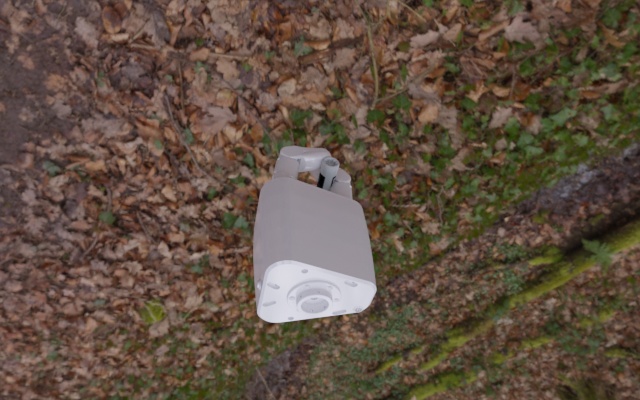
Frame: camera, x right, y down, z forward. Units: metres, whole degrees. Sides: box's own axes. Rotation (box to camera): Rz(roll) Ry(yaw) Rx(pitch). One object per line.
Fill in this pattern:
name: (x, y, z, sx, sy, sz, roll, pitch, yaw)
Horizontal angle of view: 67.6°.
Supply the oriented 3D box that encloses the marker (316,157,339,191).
marker: (0.000, 0.002, 0.555, 0.020, 0.121, 0.020, 8, 42, -7)
